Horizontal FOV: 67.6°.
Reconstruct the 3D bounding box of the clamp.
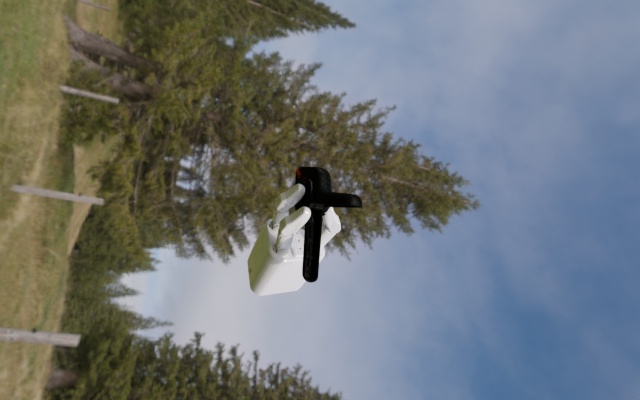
[{"bbox_3d":[0.001,0.002,0.766,0.036,0.165,0.209,16,37,-27],"label":"clamp"}]
